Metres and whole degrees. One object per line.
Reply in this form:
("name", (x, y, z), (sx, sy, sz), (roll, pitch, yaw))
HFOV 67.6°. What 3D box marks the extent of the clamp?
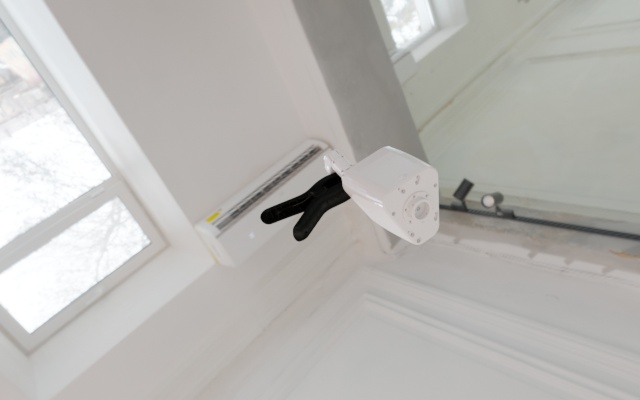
("clamp", (0.000, 0.003, 0.719), (0.171, 0.039, 0.120), (-32, 33, -13))
